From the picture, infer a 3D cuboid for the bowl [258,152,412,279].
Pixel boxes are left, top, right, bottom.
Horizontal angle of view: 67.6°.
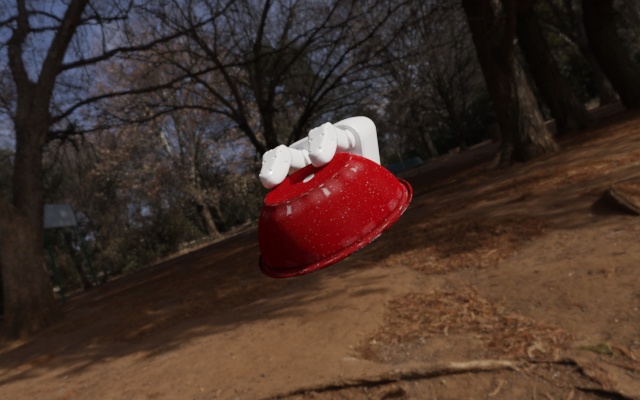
[{"bbox_3d":[0.000,0.002,0.444,0.162,0.055,0.162,-26,18,9],"label":"bowl"}]
